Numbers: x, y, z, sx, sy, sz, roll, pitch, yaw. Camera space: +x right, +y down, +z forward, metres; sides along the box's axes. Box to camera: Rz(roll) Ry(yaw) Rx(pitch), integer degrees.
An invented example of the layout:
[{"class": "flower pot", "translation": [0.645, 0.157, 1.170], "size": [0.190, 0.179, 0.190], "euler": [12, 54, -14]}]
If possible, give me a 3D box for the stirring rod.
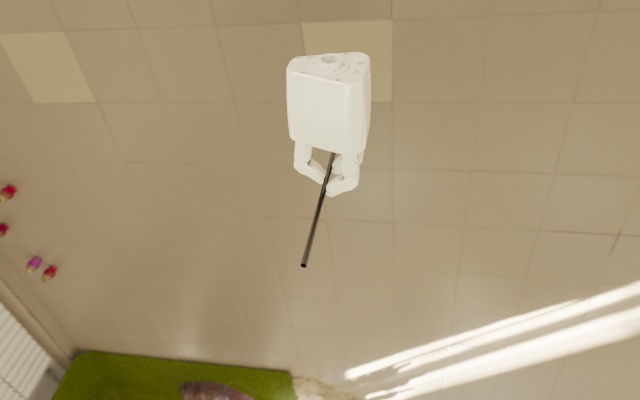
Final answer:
[{"class": "stirring rod", "translation": [0.000, 0.002, 0.688], "size": [0.011, 0.011, 0.239], "euler": [0, 42, 14]}]
